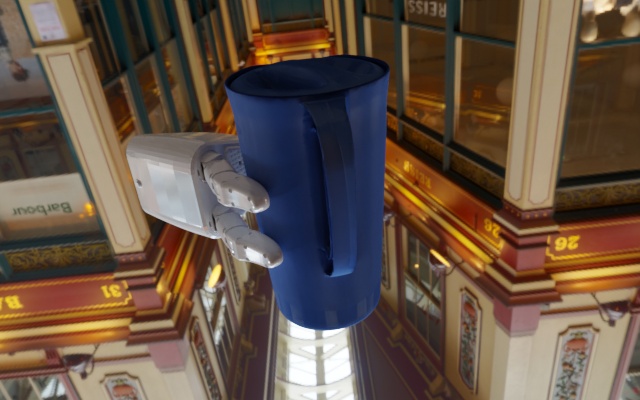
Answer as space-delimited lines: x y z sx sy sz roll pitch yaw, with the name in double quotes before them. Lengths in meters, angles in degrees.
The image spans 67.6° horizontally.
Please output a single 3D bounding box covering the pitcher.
"pitcher" 0.000 0.001 0.430 0.145 0.243 0.149 12 33 30
